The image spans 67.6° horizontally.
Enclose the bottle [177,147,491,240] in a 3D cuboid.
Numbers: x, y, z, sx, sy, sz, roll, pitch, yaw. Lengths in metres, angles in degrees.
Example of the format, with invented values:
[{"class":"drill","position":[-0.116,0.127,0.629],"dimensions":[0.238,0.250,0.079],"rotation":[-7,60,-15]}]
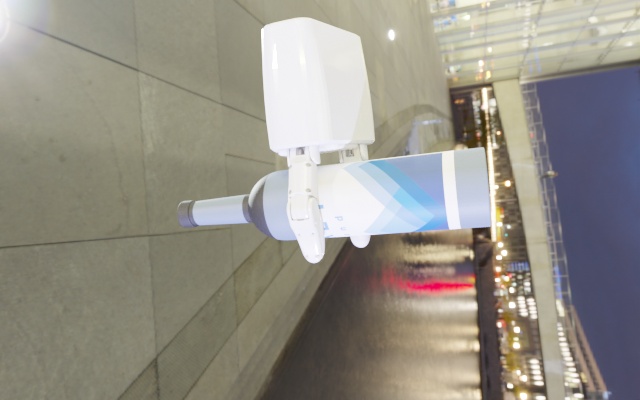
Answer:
[{"class":"bottle","position":[0.000,0.002,0.444],"dimensions":[0.296,0.069,0.069],"rotation":[-5,-2,18]}]
